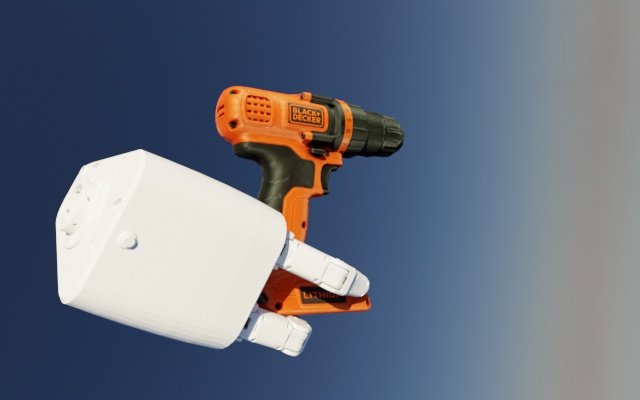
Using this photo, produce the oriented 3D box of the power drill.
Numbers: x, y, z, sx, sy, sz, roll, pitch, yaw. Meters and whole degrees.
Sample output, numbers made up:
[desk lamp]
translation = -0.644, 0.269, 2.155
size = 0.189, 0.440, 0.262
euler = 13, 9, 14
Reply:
[power drill]
translation = 0.000, 0.002, 0.414
size = 0.184, 0.187, 0.057
euler = 3, -11, -29
